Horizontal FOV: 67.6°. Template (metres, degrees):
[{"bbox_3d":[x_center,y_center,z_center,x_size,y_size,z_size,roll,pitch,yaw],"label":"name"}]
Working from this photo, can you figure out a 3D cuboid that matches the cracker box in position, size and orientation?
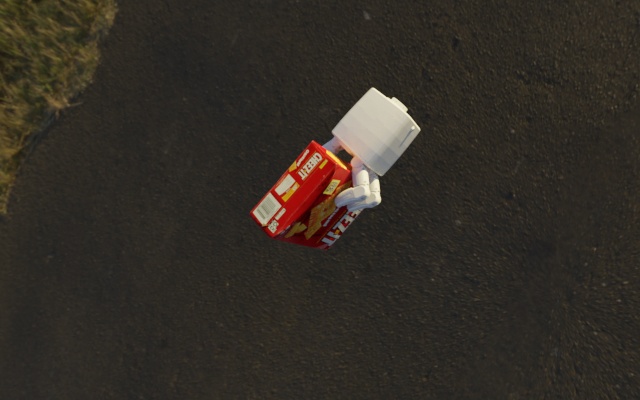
[{"bbox_3d":[0.000,0.003,0.846,0.072,0.164,0.214,47,11,26],"label":"cracker box"}]
